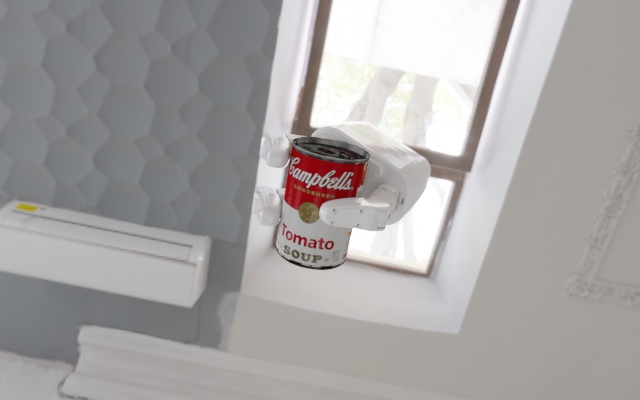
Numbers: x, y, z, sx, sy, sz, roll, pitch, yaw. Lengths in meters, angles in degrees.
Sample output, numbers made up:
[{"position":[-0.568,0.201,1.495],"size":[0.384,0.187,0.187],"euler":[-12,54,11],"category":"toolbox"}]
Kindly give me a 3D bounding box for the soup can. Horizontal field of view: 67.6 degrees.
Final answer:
[{"position":[0.000,0.002,0.424],"size":[0.068,0.102,0.068],"euler":[10,20,-4],"category":"soup can"}]
